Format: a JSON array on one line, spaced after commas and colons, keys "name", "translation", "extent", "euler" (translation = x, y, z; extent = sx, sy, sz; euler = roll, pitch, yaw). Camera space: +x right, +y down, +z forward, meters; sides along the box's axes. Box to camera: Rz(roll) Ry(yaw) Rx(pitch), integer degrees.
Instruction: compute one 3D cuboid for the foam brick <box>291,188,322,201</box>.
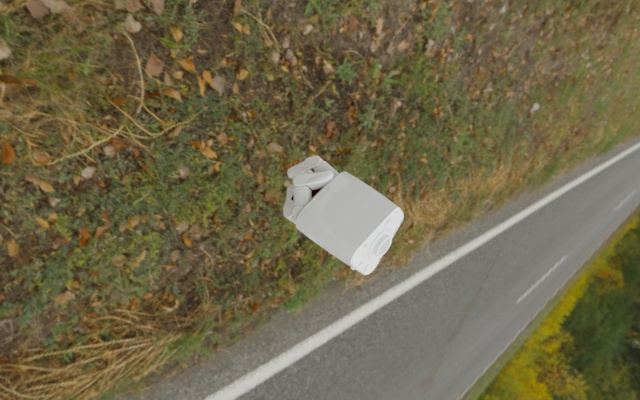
[{"name": "foam brick", "translation": [0.000, 0.002, 0.754], "extent": [0.051, 0.053, 0.078], "euler": [33, -5, 30]}]
